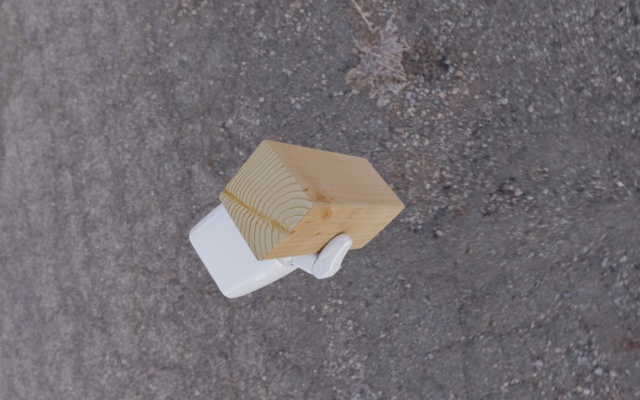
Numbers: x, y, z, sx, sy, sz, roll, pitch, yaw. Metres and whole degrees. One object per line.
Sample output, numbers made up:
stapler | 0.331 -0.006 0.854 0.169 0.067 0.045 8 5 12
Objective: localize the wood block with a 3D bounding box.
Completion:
wood block | 0.000 0.002 0.555 0.090 0.090 0.206 -46 -24 24
